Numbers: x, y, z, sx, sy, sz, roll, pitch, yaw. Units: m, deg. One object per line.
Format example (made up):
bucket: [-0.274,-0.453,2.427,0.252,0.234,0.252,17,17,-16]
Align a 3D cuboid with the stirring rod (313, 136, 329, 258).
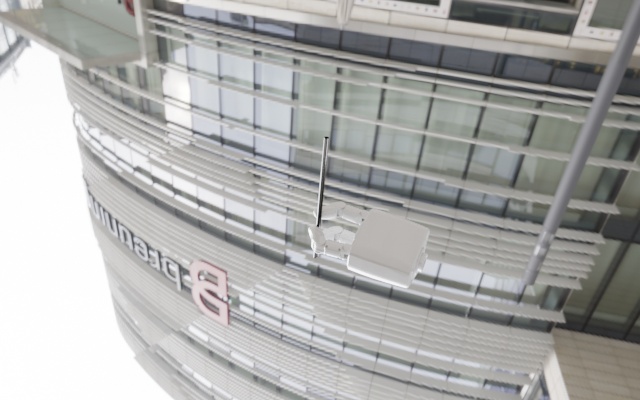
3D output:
stirring rod: [0.000,0.003,0.810,0.011,0.240,0.011,4,33,-2]
